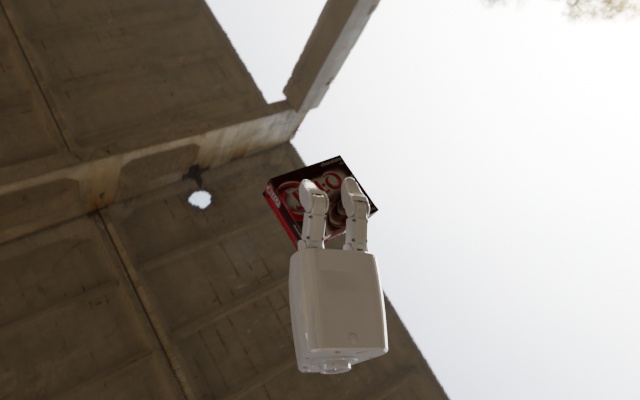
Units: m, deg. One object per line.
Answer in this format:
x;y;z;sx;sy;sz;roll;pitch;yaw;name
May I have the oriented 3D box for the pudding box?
0.000;0.002;0.578;0.113;0.090;0.039;-21;-20;-35;pudding box
